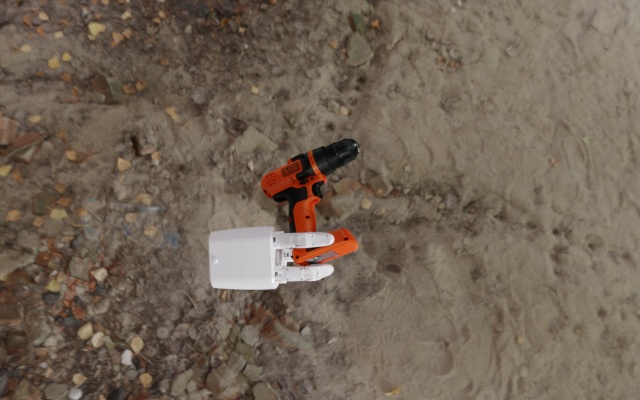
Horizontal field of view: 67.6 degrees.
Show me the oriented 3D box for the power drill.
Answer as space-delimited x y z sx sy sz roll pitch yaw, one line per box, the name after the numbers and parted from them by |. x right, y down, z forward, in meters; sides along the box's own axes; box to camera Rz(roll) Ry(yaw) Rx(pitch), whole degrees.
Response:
0.000 0.003 0.790 0.184 0.187 0.057 -25 -28 17 | power drill
